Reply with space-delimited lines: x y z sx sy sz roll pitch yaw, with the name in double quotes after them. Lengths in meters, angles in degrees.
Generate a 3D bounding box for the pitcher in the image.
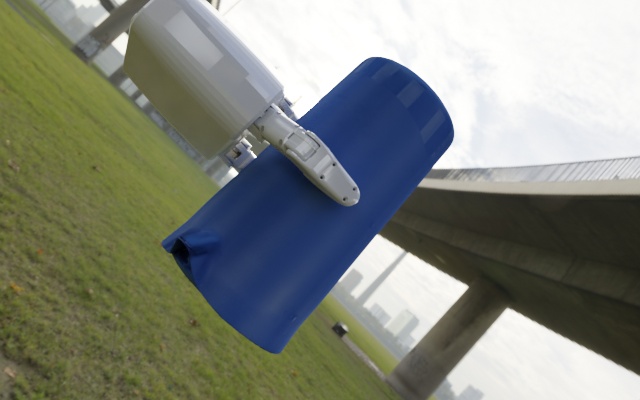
0.000 0.001 0.417 0.145 0.243 0.149 45 -6 -12 "pitcher"
